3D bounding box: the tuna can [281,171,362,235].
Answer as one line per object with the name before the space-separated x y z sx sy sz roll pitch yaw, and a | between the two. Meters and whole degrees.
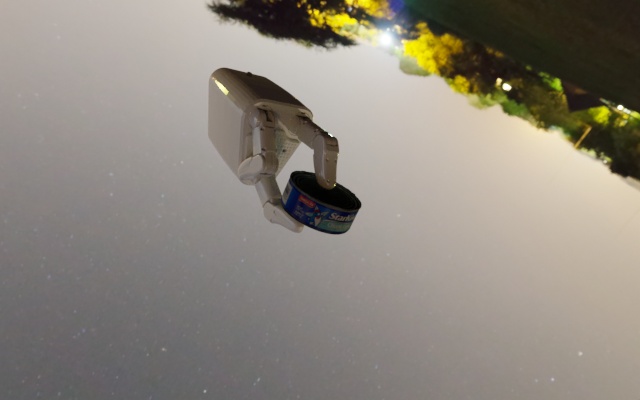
tuna can | 0.000 0.002 0.530 0.086 0.034 0.086 22 20 -8
